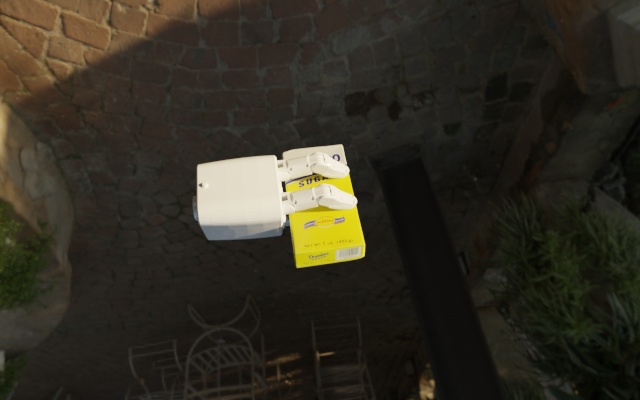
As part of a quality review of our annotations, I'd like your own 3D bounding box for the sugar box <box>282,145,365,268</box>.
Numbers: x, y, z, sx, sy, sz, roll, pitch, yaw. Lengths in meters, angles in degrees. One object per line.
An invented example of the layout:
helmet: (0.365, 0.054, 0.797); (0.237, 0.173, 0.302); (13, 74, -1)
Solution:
sugar box: (0.000, 0.002, 0.664); (0.093, 0.176, 0.048); (-7, -34, -5)
